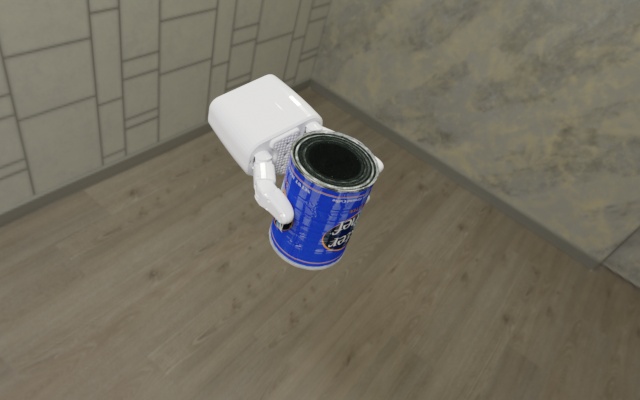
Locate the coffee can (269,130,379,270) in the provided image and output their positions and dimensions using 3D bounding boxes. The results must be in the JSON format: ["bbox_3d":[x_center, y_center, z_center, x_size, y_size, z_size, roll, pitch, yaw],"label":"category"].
[{"bbox_3d":[0.000,0.002,0.578,0.103,0.102,0.140,0,-44,-20],"label":"coffee can"}]
